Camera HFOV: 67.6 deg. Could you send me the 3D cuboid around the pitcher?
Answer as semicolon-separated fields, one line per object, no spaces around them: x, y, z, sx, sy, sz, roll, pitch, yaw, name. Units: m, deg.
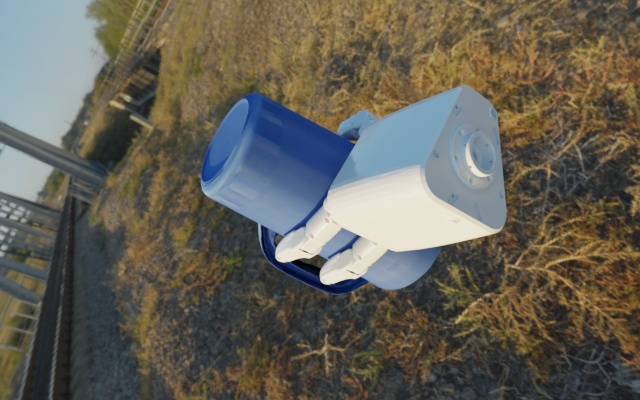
0.000;0.002;0.500;0.243;0.149;0.145;27;-23;-27;pitcher
